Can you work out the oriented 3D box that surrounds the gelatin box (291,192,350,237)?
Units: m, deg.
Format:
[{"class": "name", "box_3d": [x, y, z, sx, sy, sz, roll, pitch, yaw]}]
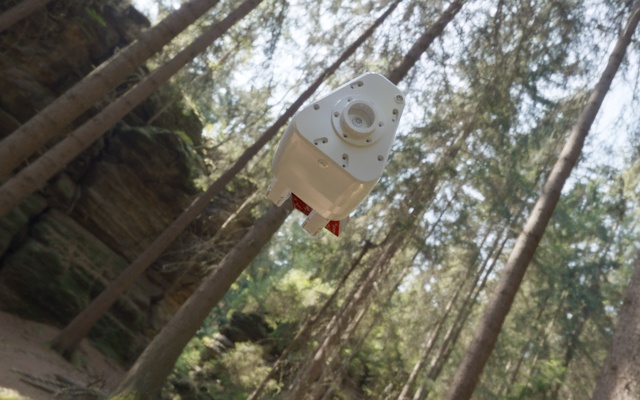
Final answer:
[{"class": "gelatin box", "box_3d": [0.000, 0.002, 0.584, 0.073, 0.030, 0.089, 33, -18, 13]}]
